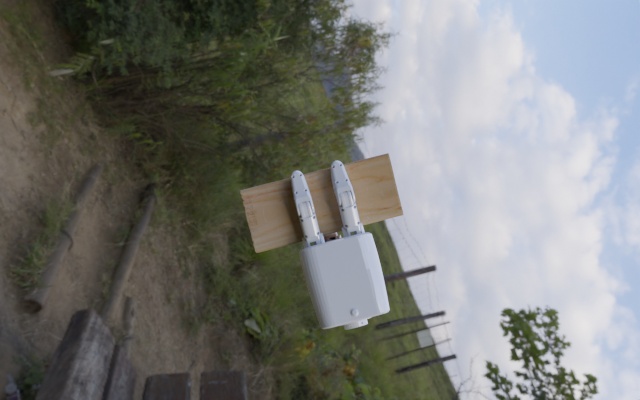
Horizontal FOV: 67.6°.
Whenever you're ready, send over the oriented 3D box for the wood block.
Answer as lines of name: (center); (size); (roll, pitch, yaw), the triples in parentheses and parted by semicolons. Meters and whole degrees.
wood block: (0.000, 0.003, 0.683); (0.206, 0.090, 0.091); (-14, 1, -3)
